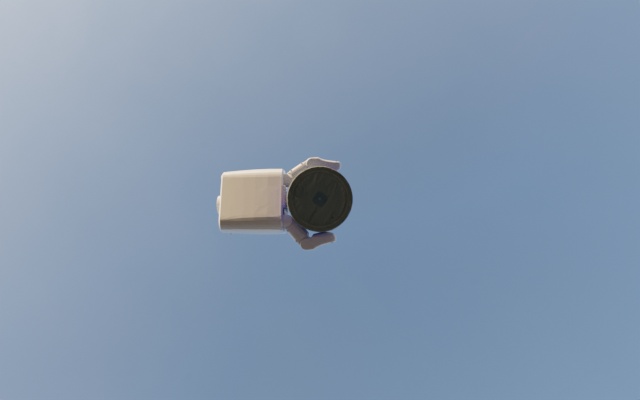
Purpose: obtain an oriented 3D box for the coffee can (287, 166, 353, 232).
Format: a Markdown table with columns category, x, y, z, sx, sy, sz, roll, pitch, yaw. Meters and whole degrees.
| category | x | y | z | sx | sy | sz | roll | pitch | yaw |
| --- | --- | --- | --- | --- | --- | --- | --- | --- | --- |
| coffee can | 0.000 | 0.003 | 0.807 | 0.103 | 0.103 | 0.140 | 0 | -4 | 1 |
